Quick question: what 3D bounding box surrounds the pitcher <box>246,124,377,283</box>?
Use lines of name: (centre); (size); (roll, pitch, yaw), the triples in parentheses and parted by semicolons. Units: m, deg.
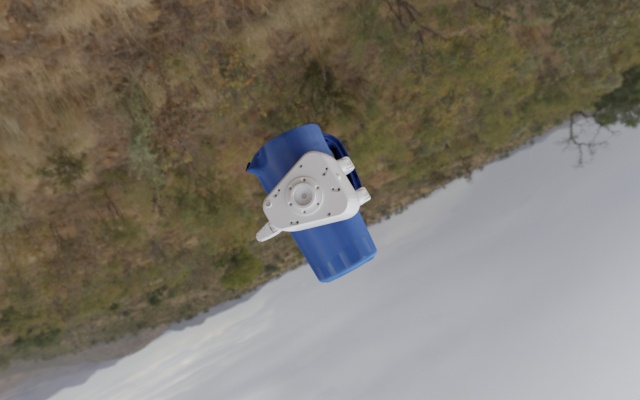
pitcher: (0.000, 0.003, 0.792); (0.149, 0.243, 0.145); (-29, -6, 9)
